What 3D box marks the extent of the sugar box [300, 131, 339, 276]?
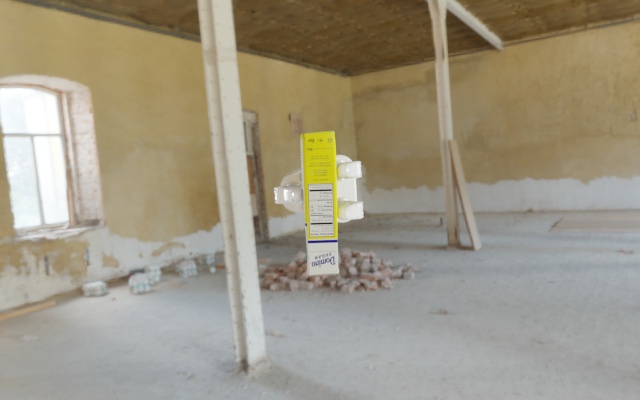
[{"bbox_3d":[0.001,0.002,0.621,0.048,0.176,0.093,-4,4,0],"label":"sugar box"}]
